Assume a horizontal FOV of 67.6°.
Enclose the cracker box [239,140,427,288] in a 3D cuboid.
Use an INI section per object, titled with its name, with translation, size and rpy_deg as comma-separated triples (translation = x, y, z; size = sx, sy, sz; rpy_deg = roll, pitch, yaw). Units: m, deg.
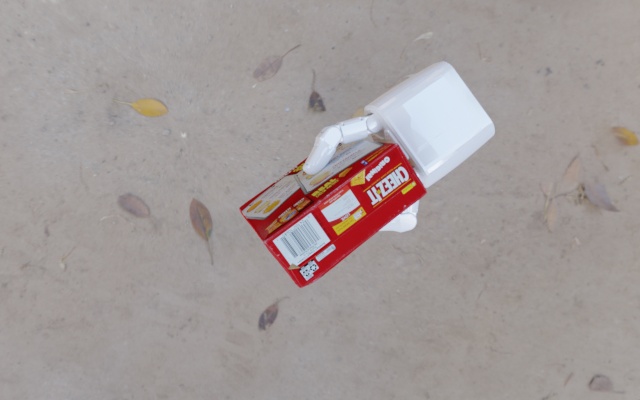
[cracker box]
translation = 0.000, 0.002, 0.560
size = 0.164, 0.072, 0.213
rpy_deg = -37, 16, -8
